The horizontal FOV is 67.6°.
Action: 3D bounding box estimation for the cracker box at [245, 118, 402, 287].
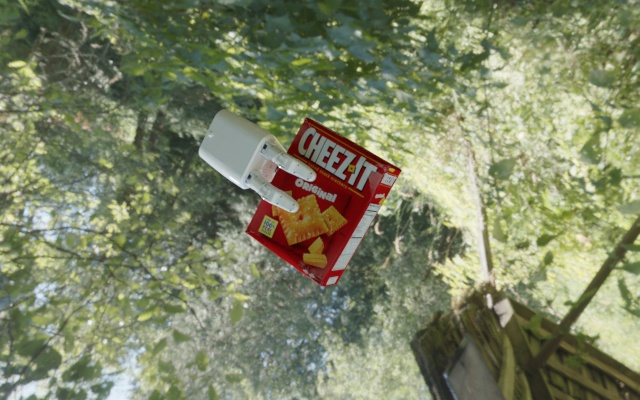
[{"bbox_3d":[0.000,0.003,0.754,0.164,0.214,0.072,33,11,23],"label":"cracker box"}]
